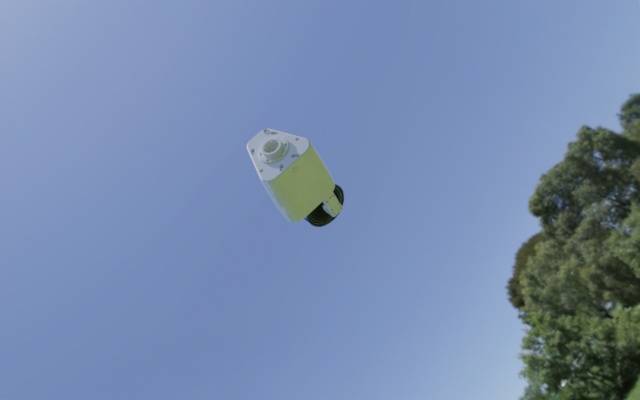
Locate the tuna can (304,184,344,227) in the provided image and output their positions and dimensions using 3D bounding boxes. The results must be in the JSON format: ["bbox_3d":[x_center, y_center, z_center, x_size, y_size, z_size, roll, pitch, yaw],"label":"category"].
[{"bbox_3d":[0.000,0.003,0.866,0.086,0.086,0.033,0,26,-43],"label":"tuna can"}]
